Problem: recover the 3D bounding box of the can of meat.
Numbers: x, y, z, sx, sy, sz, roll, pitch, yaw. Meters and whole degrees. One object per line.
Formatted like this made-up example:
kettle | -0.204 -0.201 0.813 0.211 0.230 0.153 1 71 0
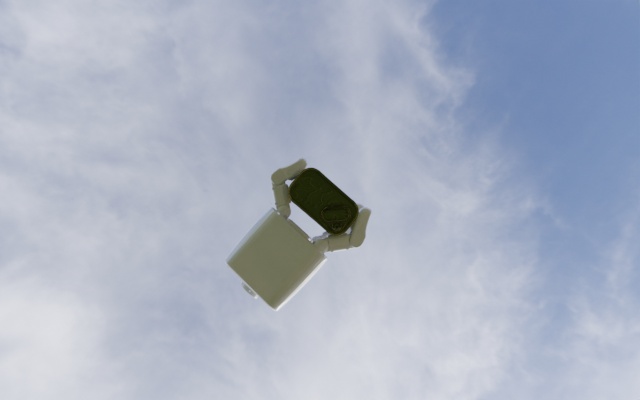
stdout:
can of meat | 0.000 0.002 0.698 0.102 0.057 0.084 41 -5 -4
